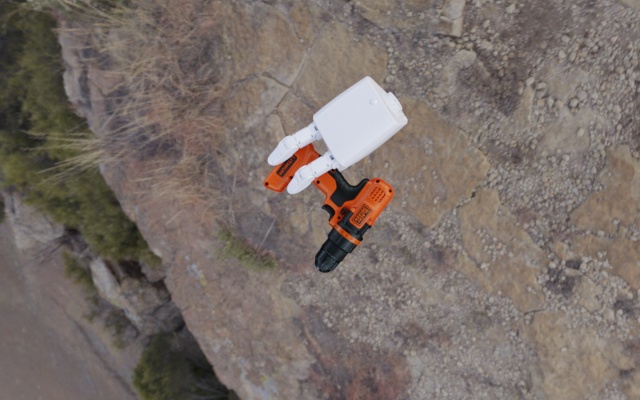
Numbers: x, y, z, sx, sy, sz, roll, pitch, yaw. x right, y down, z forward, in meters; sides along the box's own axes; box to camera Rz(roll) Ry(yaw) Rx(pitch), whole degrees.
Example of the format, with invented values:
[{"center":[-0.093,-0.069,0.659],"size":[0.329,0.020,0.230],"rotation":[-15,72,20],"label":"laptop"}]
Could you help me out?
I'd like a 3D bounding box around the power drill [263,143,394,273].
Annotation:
[{"center":[0.000,0.002,0.795],"size":[0.187,0.184,0.057],"rotation":[38,3,2],"label":"power drill"}]
